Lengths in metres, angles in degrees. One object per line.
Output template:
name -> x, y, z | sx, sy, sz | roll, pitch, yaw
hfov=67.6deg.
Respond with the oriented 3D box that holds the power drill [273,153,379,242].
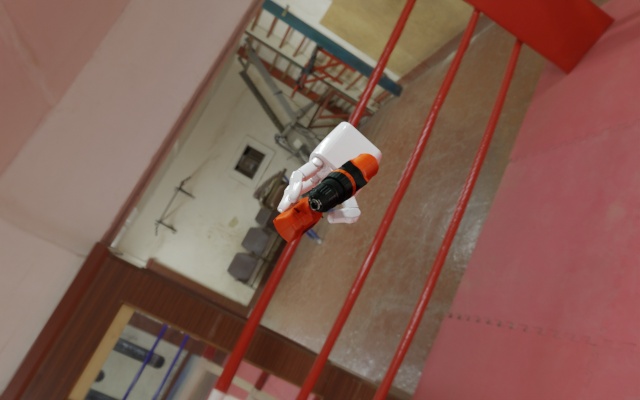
power drill -> 0.000, 0.003, 0.816 | 0.188, 0.057, 0.184 | -37, -2, 42
